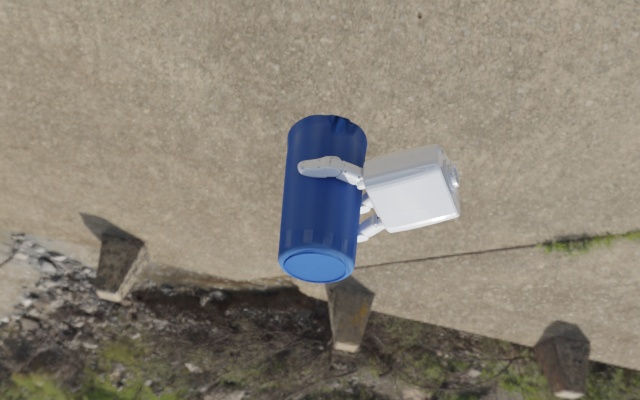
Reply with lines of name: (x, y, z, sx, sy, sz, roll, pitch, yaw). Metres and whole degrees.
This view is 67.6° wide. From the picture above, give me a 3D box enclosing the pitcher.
pitcher: (0.000, 0.002, 0.735, 0.145, 0.242, 0.149, -13, -39, 24)
